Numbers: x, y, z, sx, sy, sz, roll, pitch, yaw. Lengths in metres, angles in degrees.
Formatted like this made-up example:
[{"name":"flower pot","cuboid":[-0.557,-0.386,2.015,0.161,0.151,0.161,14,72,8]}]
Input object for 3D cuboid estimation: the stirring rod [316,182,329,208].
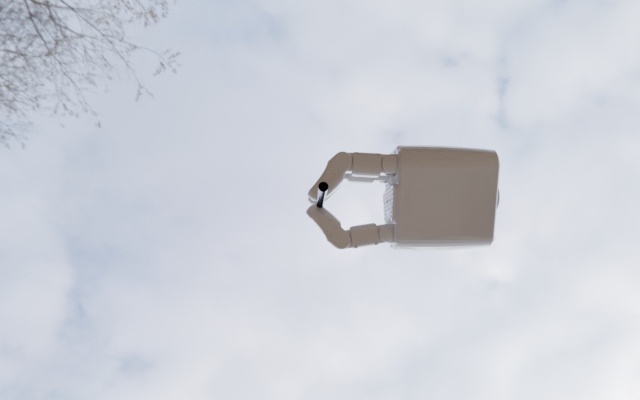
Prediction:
[{"name":"stirring rod","cuboid":[0.000,0.002,0.489,0.011,0.011,0.239,0,-6,-1]}]
